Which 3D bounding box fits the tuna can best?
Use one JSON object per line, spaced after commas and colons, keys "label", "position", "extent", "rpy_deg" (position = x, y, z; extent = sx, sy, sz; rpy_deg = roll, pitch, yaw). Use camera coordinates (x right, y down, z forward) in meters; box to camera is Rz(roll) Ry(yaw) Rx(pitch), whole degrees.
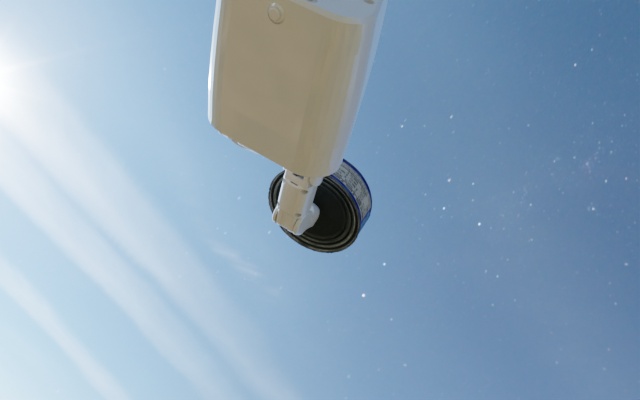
{"label": "tuna can", "position": [0.000, 0.001, 0.411], "extent": [0.086, 0.086, 0.033], "rpy_deg": [0, 32, 31]}
